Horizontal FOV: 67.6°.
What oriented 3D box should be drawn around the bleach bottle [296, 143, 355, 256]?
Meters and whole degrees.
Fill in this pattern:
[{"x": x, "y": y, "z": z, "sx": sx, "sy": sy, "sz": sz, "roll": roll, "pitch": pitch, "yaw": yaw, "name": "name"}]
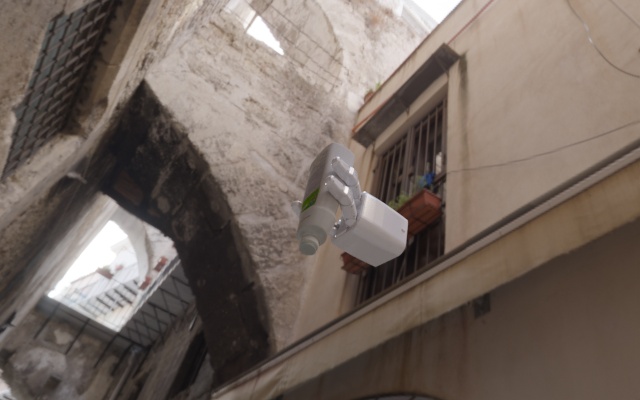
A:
[{"x": 0.000, "y": 0.003, "z": 0.866, "sx": 0.068, "sy": 0.250, "sz": 0.103, "roll": 31, "pitch": -48, "yaw": -12, "name": "bleach bottle"}]
